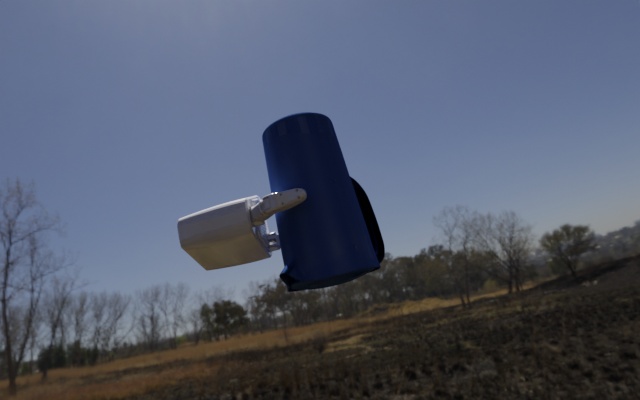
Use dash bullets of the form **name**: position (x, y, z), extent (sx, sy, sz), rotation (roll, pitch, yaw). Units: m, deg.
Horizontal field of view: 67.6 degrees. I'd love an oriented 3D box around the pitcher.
- **pitcher**: position (0.000, 0.002, 0.694), extent (0.145, 0.242, 0.149), rotation (-15, -14, 6)
